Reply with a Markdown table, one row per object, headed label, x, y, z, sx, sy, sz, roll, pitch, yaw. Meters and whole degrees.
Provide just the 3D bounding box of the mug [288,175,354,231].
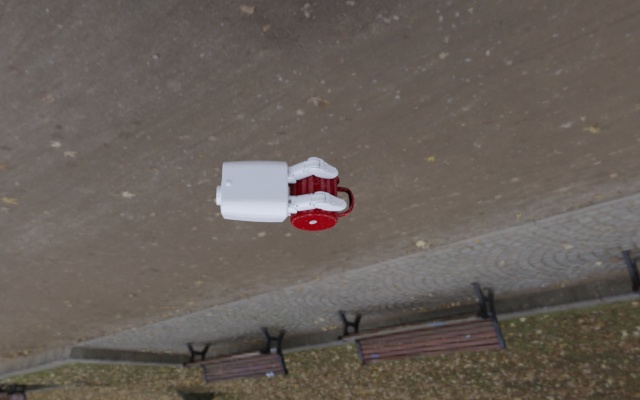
| label | x | y | z | sx | sy | sz | roll | pitch | yaw |
| --- | --- | --- | --- | --- | --- | --- | --- | --- | --- |
| mug | 0.002 | 0.003 | 0.827 | 0.117 | 0.081 | 0.093 | 2 | -24 | -7 |
